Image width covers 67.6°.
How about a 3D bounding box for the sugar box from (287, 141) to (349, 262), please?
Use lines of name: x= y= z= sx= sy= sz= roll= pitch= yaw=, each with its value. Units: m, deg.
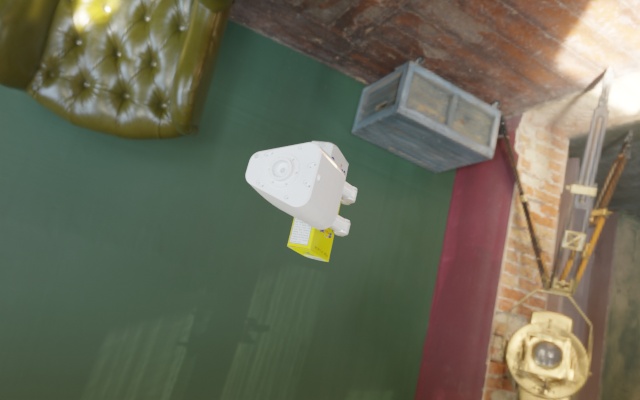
sugar box: x=0.001 y=0.003 z=0.771 sx=0.048 sy=0.176 sz=0.093 roll=9 pitch=-14 yaw=22
